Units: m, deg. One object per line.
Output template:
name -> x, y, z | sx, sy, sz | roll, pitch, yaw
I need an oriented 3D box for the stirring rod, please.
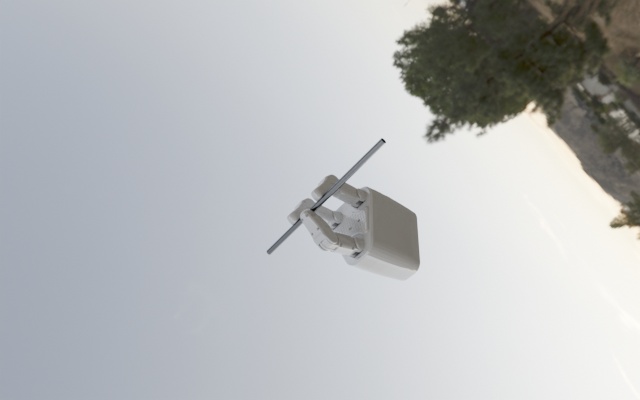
stirring rod -> 0.000, 0.002, 0.621 | 0.011, 0.011, 0.240 | 0, -37, -50
